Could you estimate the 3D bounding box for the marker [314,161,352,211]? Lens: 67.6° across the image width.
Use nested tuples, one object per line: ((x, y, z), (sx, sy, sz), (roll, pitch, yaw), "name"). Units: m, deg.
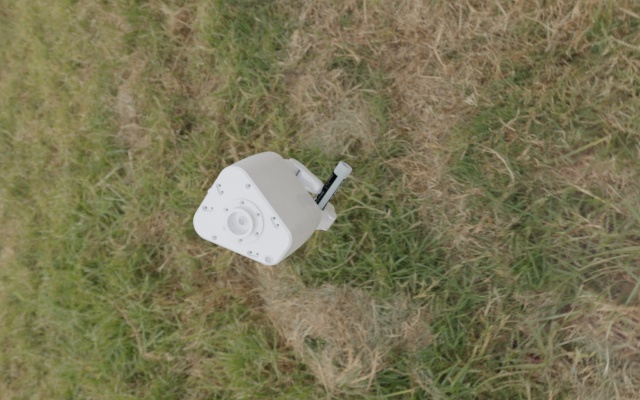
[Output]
((0.000, 0.002, 0.629), (0.020, 0.121, 0.020), (31, 19, -12), "marker")
